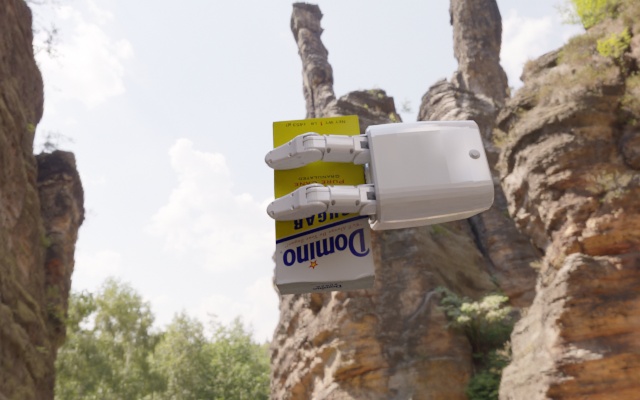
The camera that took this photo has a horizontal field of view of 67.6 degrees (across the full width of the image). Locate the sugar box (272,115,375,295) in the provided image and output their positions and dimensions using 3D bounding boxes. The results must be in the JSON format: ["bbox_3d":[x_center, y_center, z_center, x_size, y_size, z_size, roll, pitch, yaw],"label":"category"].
[{"bbox_3d":[0.000,0.001,0.479,0.093,0.176,0.048,-5,-26,1],"label":"sugar box"}]
